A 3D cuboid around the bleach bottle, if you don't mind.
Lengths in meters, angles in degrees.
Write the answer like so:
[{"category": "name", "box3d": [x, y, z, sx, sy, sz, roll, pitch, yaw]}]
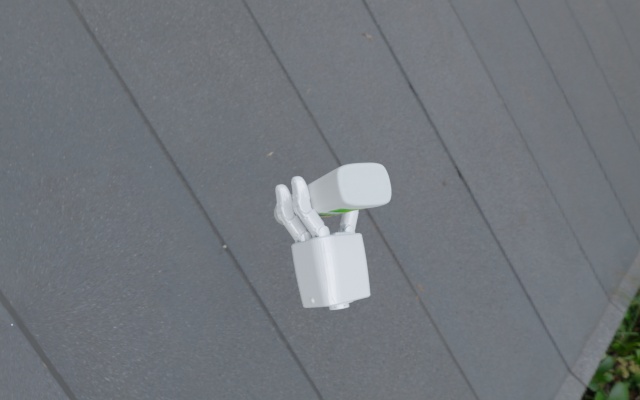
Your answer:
[{"category": "bleach bottle", "box3d": [0.000, 0.003, 0.806, 0.102, 0.068, 0.251, -4, -10, -33]}]
